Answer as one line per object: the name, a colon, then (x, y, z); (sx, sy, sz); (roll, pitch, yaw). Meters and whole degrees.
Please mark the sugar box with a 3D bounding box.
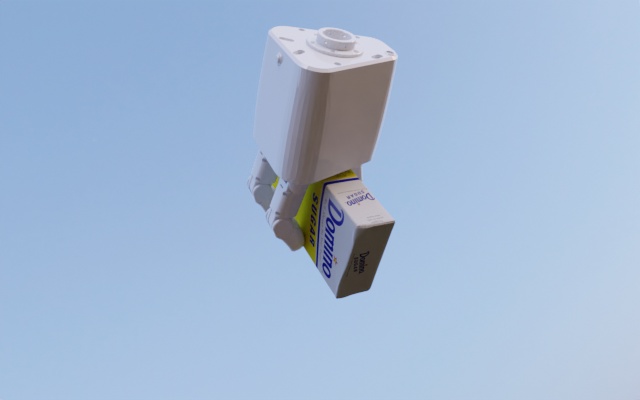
sugar box: (0.000, 0.001, 0.481); (0.048, 0.093, 0.176); (-8, 42, -26)
